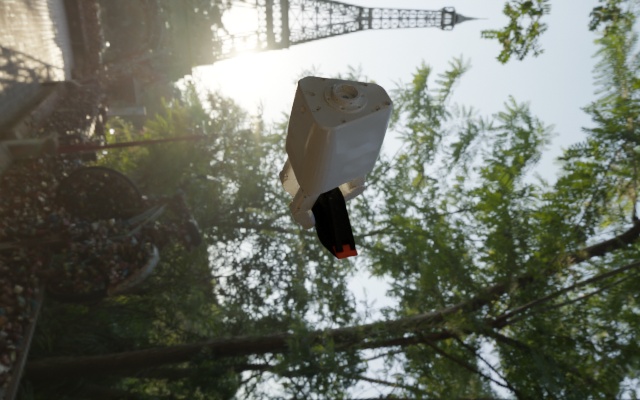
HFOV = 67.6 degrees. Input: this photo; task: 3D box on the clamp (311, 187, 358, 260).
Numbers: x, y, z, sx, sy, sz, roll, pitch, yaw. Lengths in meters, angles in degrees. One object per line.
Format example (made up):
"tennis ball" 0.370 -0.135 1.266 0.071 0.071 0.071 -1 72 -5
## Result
"clamp" 0.001 0.002 0.669 0.036 0.209 0.165 -10 -36 -16
